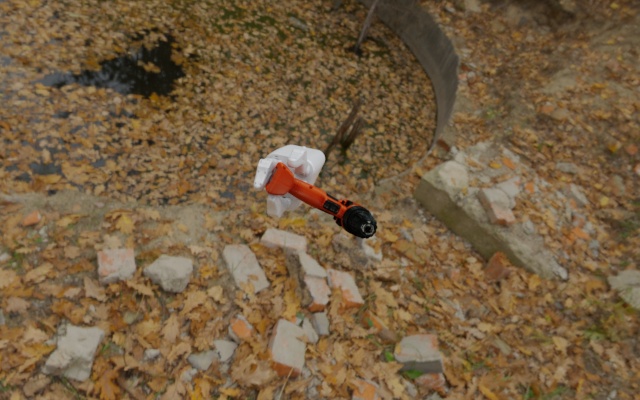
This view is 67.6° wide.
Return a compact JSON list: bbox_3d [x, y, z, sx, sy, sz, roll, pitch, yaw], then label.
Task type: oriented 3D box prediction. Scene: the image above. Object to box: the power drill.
[{"bbox_3d":[0.000,0.002,0.822,0.188,0.057,0.184,28,1,-12],"label":"power drill"}]
